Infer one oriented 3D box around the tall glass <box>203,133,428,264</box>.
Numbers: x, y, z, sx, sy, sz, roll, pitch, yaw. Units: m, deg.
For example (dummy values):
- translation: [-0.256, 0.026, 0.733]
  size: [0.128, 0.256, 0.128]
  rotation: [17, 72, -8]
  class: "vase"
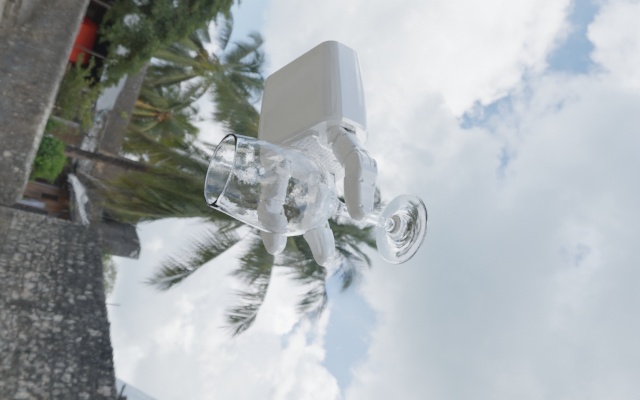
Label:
- translation: [0.001, 0.002, 0.434]
  size: [0.201, 0.079, 0.079]
  rotation: [18, -9, -30]
  class: "tall glass"
